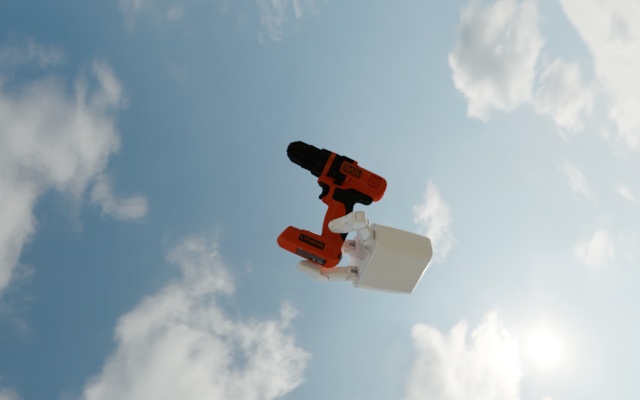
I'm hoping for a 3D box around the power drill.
[{"bbox_3d":[0.000,0.003,0.791,0.184,0.187,0.057,24,-22,3],"label":"power drill"}]
